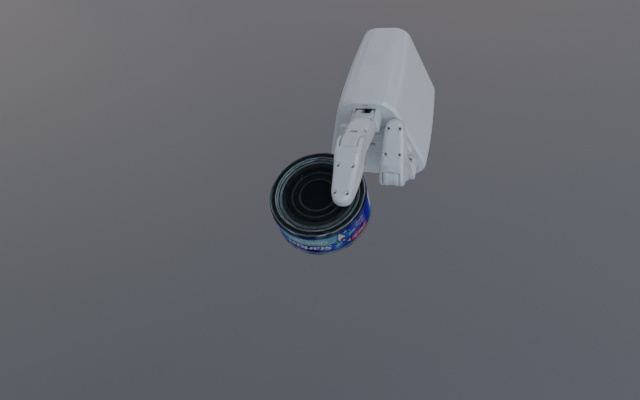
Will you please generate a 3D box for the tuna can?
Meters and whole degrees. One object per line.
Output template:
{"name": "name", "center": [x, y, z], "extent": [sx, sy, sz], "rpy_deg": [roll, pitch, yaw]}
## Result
{"name": "tuna can", "center": [0.000, 0.001, 0.416], "extent": [0.086, 0.086, 0.034], "rpy_deg": [0, -29, 12]}
